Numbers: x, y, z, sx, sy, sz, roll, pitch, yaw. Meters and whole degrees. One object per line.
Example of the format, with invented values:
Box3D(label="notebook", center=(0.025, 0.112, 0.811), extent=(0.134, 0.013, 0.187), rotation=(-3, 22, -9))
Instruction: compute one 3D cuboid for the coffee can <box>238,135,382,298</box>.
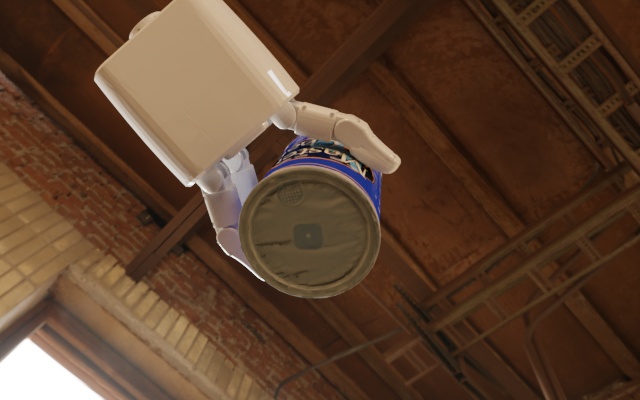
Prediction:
Box3D(label="coffee can", center=(0.000, 0.001, 0.403), extent=(0.103, 0.103, 0.140), rotation=(0, 21, 8))
